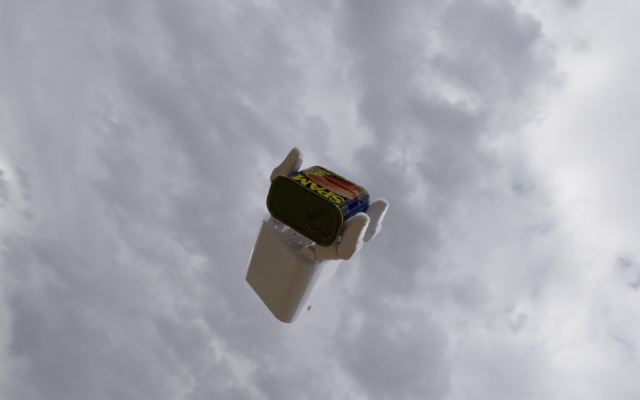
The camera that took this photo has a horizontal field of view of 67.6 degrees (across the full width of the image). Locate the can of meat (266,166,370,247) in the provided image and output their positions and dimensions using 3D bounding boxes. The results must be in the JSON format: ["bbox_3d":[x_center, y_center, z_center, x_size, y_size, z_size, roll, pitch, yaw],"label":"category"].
[{"bbox_3d":[0.000,0.002,0.586,0.102,0.057,0.084,30,28,21],"label":"can of meat"}]
